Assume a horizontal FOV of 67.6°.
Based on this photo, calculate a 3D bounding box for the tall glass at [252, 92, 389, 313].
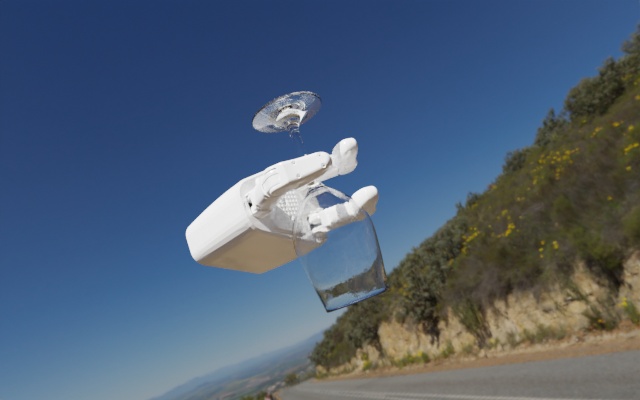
[{"bbox_3d":[0.000,0.001,0.458,0.079,0.201,0.079,-20,-15,-5],"label":"tall glass"}]
